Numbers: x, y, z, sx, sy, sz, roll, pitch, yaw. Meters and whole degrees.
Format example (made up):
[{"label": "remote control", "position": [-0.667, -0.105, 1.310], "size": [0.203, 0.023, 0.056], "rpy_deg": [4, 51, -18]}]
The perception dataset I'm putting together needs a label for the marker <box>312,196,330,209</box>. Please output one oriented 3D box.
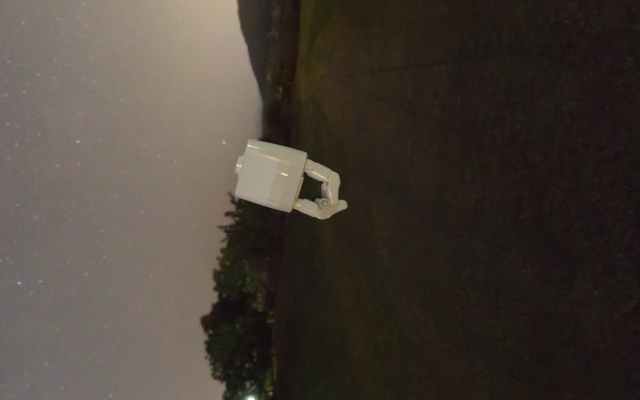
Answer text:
[{"label": "marker", "position": [0.000, 0.003, 0.882], "size": [0.020, 0.020, 0.121], "rpy_deg": [0, 3, -7]}]
